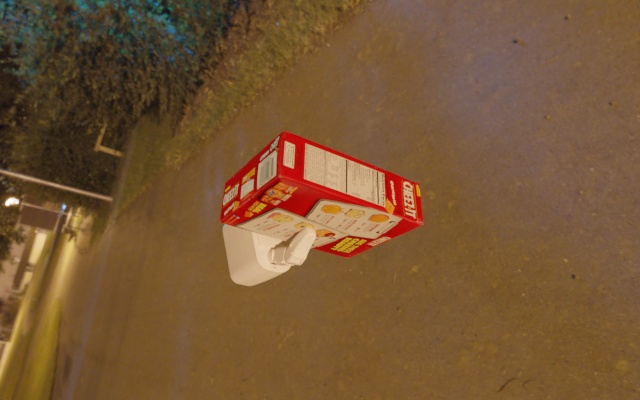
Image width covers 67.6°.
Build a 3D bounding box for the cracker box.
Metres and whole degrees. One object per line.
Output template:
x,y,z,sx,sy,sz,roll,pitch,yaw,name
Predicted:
0.000,0.002,0.630,0.214,0.072,0.164,18,-30,-29,cracker box
